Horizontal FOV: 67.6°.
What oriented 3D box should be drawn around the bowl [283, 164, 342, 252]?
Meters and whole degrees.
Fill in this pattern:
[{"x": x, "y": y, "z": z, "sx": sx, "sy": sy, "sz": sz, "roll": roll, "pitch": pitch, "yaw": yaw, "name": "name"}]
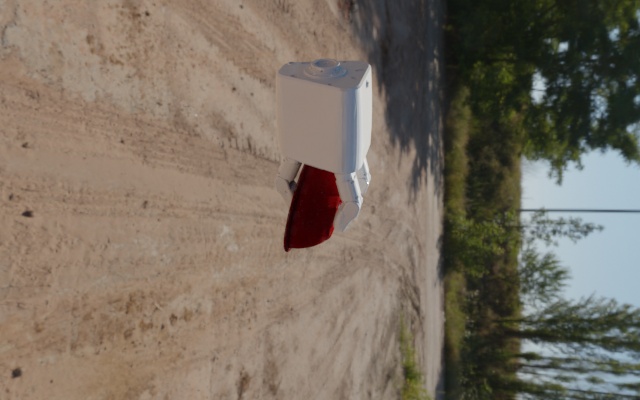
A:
[{"x": 0.000, "y": 0.003, "z": 0.668, "sx": 0.055, "sy": 0.162, "sz": 0.162, "roll": 17, "pitch": 2, "yaw": 6, "name": "bowl"}]
